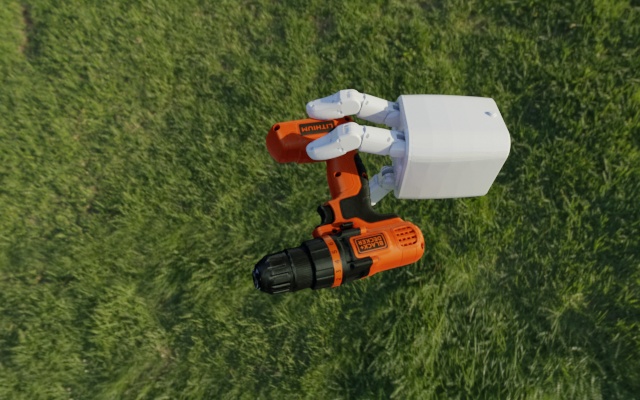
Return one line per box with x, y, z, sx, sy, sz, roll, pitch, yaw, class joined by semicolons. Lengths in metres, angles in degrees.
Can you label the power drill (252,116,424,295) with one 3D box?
0.000;0.001;0.516;0.184;0.187;0.057;-10;-24;-21;power drill
